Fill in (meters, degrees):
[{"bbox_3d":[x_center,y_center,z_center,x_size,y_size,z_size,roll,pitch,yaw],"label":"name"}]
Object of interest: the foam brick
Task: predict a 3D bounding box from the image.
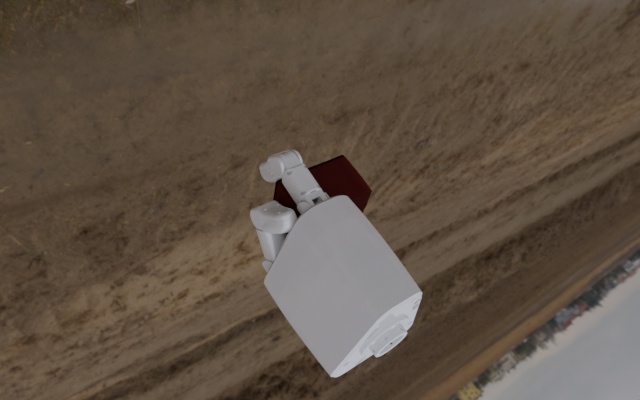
[{"bbox_3d":[0.000,0.001,0.454,0.078,0.051,0.053,-23,-31,-28],"label":"foam brick"}]
